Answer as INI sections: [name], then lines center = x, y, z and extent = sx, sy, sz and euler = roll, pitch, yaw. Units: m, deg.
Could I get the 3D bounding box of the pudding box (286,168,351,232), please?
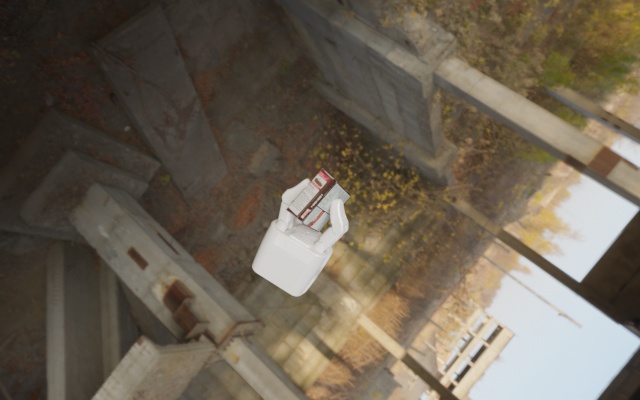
[pudding box]
center = 0.000, 0.003, 0.806
extent = 0.039, 0.090, 0.113
euler = 41, 1, 18
